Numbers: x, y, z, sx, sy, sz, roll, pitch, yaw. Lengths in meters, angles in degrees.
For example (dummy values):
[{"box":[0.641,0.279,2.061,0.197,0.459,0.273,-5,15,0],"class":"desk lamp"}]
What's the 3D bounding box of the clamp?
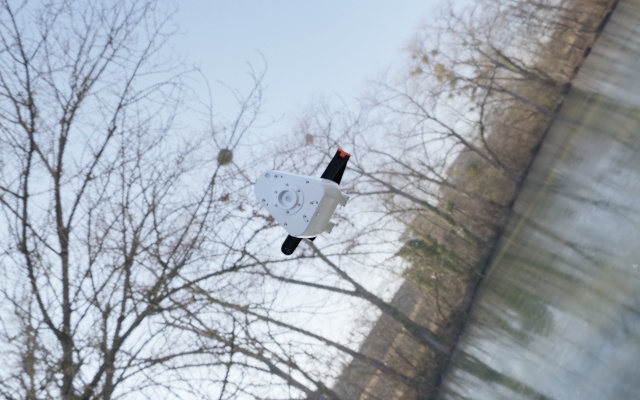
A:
[{"box":[0.000,0.002,0.899,0.036,0.210,0.164,28,5,10],"class":"clamp"}]
